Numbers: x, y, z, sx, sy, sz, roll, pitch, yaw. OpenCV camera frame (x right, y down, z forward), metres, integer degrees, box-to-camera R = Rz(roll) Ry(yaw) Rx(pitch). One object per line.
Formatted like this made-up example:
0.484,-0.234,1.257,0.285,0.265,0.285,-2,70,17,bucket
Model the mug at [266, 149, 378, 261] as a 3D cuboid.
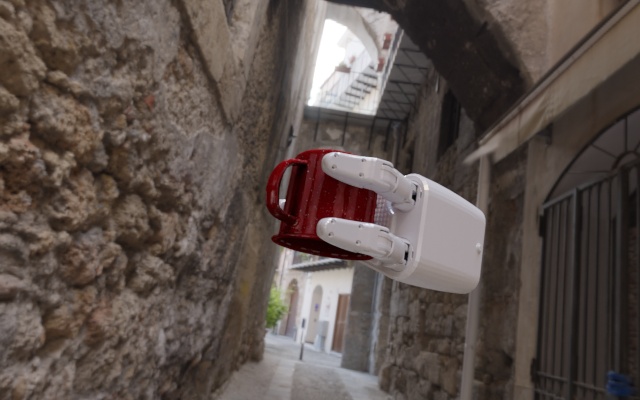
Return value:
-0.001,0.001,0.424,0.117,0.081,0.093,22,-18,-38,mug
